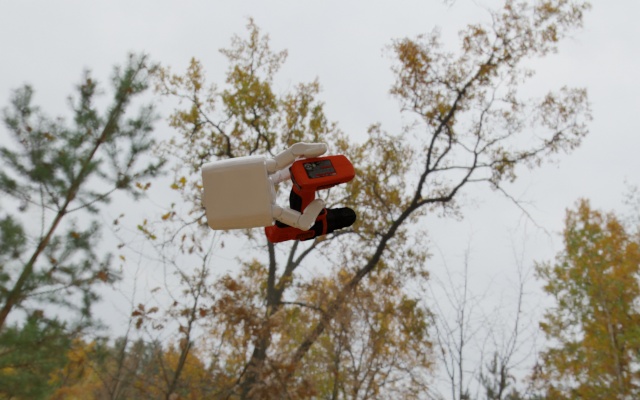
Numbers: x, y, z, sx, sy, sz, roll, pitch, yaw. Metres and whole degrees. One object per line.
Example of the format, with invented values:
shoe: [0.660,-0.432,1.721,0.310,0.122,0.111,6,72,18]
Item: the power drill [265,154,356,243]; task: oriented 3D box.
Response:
power drill: [0.000,0.002,0.850,0.184,0.057,0.188,-11,-35,-24]
